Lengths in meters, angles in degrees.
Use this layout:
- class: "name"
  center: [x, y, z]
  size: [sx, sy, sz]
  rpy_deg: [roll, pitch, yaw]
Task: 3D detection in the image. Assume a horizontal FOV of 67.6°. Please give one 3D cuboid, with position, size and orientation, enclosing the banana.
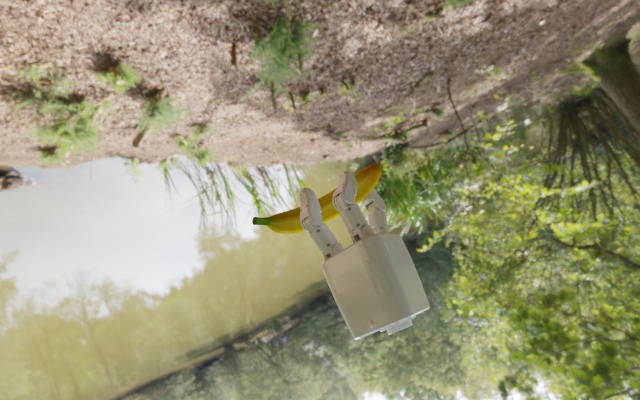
- class: "banana"
  center: [0.004, 0.007, 0.674]
  size: [0.198, 0.037, 0.070]
  rpy_deg: [-25, -19, 16]
